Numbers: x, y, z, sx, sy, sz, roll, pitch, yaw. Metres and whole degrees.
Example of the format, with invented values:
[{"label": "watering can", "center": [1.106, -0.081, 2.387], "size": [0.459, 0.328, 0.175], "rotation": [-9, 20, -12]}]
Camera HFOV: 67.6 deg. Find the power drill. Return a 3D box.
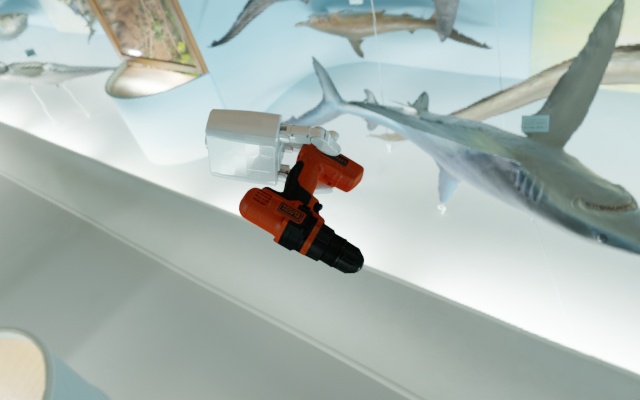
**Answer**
[{"label": "power drill", "center": [0.000, 0.002, 0.685], "size": [0.184, 0.057, 0.187], "rotation": [31, 42, 0]}]
